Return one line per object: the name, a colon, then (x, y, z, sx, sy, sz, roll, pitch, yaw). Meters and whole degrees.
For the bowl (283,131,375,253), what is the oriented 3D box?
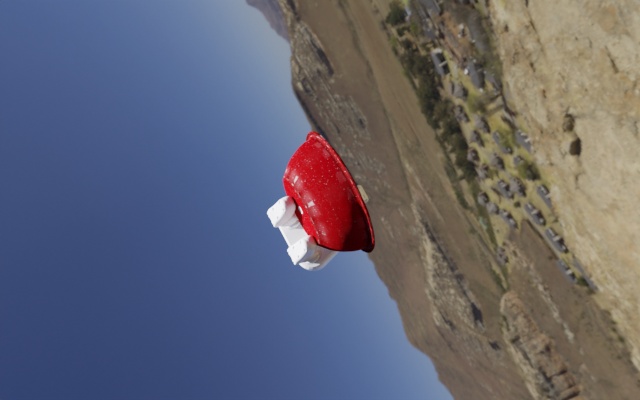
bowl: (0.000, 0.001, 0.569, 0.055, 0.162, 0.162, -27, 6, -12)
